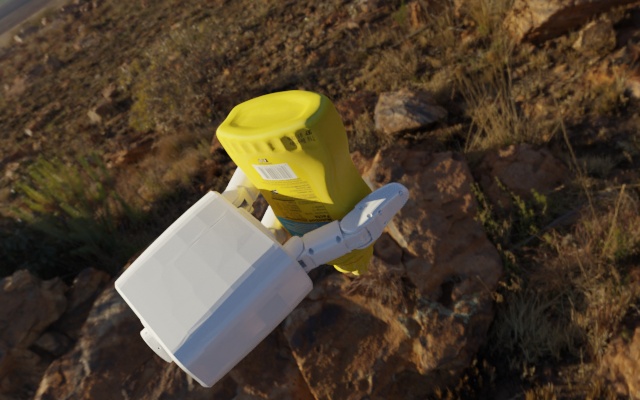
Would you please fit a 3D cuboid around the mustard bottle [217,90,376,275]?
[{"bbox_3d":[0.000,0.001,0.402,0.096,0.058,0.192,0,-43,33],"label":"mustard bottle"}]
